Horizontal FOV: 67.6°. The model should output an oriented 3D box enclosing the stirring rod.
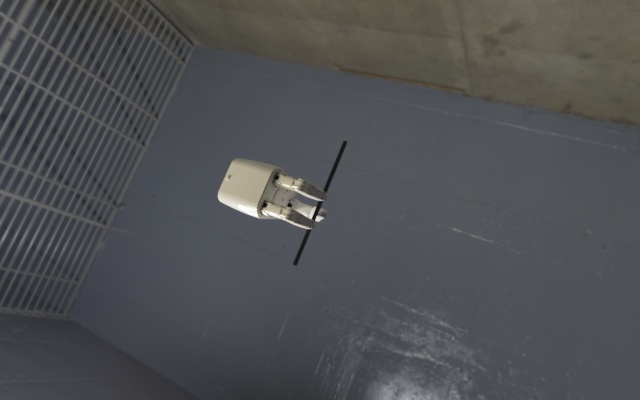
[{"bbox_3d":[0.000,0.003,0.850,0.011,0.239,0.011,22,-9,3],"label":"stirring rod"}]
